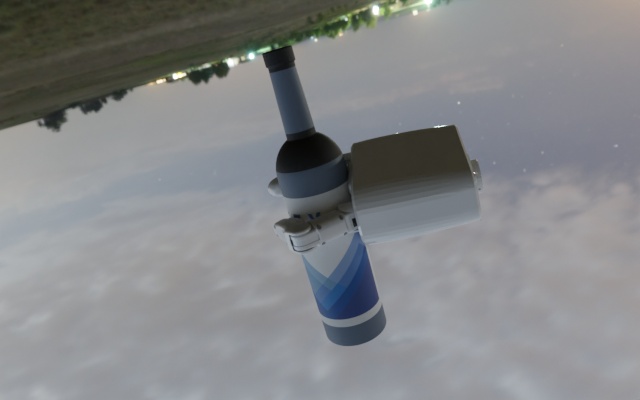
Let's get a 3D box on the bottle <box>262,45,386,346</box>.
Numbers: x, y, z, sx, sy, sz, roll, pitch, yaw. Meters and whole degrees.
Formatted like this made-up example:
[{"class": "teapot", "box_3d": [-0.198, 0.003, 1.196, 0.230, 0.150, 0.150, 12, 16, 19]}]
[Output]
[{"class": "bottle", "box_3d": [0.000, 0.002, 0.465, 0.069, 0.296, 0.069, -14, 19, 5]}]
